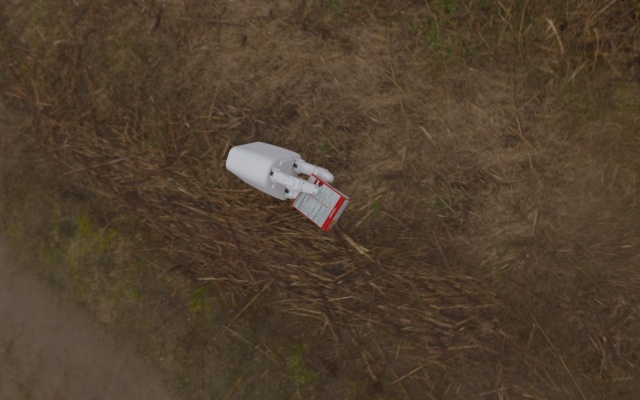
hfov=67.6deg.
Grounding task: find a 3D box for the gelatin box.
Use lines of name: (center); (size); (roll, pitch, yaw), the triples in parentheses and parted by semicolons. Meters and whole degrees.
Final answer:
gelatin box: (0.000, 0.003, 0.889); (0.089, 0.073, 0.030); (37, 10, 28)
